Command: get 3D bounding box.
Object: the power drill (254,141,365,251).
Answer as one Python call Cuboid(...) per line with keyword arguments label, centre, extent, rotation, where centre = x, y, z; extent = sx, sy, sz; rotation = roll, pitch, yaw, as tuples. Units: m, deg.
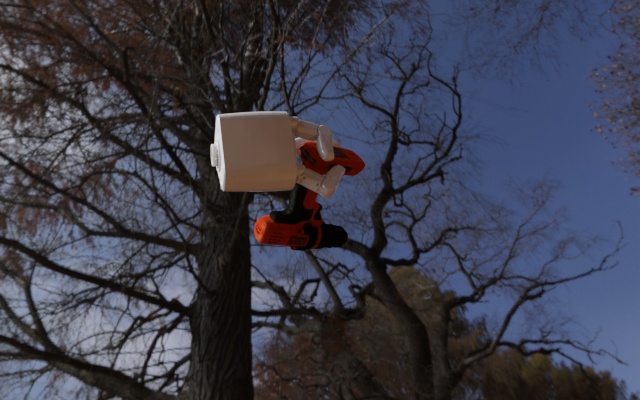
Cuboid(label="power drill", centre=(0.000, 0.002, 0.796), extent=(0.184, 0.188, 0.057), rotation=(7, 29, -37))
